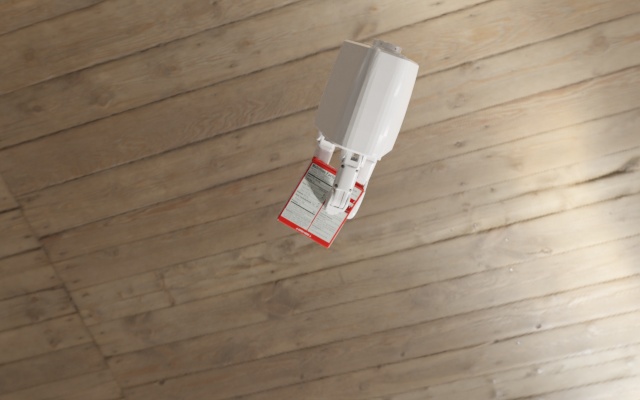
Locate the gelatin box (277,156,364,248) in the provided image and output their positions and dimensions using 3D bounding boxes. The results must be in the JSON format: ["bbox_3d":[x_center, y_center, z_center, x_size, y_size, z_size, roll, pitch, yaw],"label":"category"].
[{"bbox_3d":[0.000,0.002,0.583,0.073,0.089,0.030,30,11,-8],"label":"gelatin box"}]
